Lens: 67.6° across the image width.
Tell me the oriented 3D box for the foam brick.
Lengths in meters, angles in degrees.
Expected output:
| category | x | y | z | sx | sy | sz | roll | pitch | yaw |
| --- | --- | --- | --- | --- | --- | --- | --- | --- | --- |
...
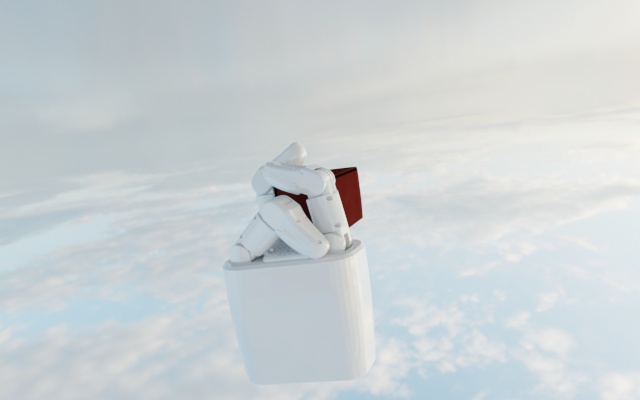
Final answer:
| category | x | y | z | sx | sy | sz | roll | pitch | yaw |
| --- | --- | --- | --- | --- | --- | --- | --- | --- | --- |
| foam brick | 0.000 | 0.001 | 0.440 | 0.053 | 0.051 | 0.078 | -5 | 10 | 27 |
